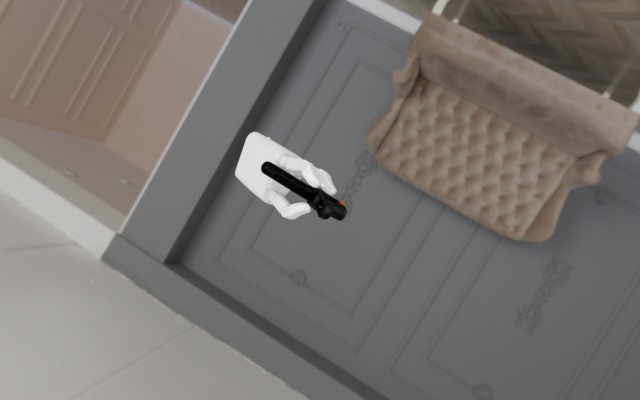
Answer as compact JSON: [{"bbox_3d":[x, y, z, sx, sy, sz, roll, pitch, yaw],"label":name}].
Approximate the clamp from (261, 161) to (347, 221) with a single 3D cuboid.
[{"bbox_3d":[0.000,0.004,0.879,0.164,0.036,0.210,39,7,35],"label":"clamp"}]
